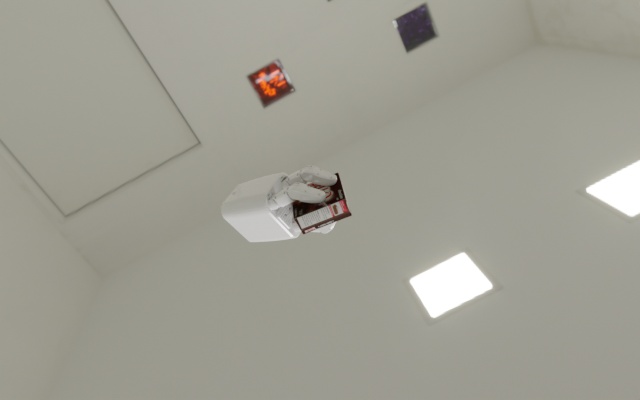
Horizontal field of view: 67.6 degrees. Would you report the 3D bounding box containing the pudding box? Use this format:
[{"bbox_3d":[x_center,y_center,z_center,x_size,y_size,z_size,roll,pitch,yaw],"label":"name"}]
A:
[{"bbox_3d":[0.000,0.003,0.803,0.090,0.039,0.113,-22,27,5],"label":"pudding box"}]
